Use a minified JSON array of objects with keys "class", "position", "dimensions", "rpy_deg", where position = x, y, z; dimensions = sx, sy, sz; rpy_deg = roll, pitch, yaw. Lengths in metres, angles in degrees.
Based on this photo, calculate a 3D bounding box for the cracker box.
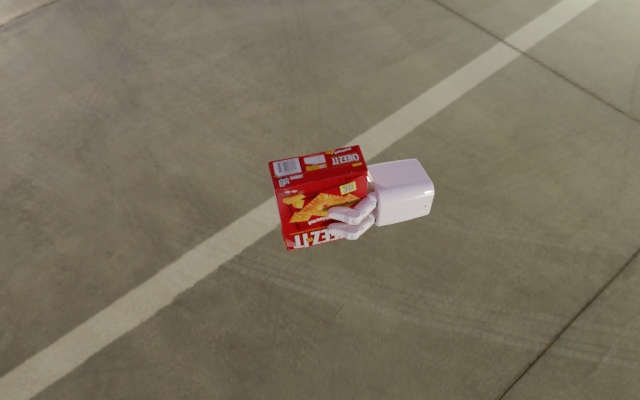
[{"class":"cracker box","position":[0.000,0.003,0.892],"dimensions":[0.164,0.072,0.214],"rpy_deg":[-12,-35,-5]}]
